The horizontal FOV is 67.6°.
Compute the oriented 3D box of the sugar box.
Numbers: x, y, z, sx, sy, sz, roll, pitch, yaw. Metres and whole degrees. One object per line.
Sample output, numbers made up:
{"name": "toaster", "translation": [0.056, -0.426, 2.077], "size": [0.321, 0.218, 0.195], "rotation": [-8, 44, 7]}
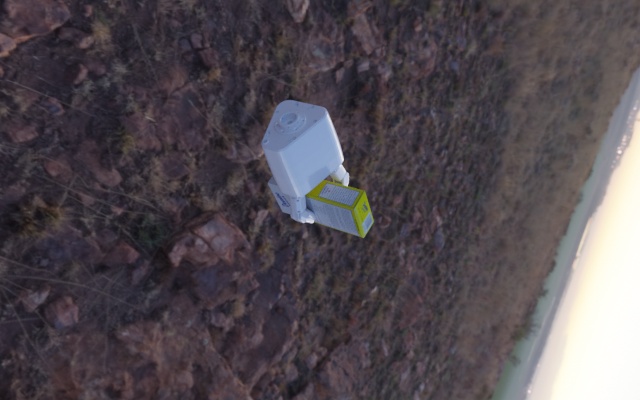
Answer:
{"name": "sugar box", "translation": [0.000, 0.002, 0.836], "size": [0.176, 0.048, 0.093], "rotation": [20, -29, 29]}
